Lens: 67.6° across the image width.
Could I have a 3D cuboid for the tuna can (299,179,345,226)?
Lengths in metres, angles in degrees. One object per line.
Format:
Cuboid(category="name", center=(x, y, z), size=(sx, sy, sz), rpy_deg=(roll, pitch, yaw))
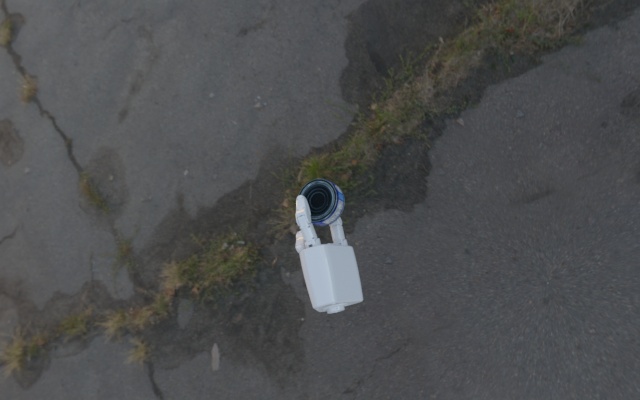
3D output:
Cuboid(category="tuna can", center=(0.000, 0.003, 0.894), size=(0.086, 0.086, 0.034), rpy_deg=(0, -14, 27))
